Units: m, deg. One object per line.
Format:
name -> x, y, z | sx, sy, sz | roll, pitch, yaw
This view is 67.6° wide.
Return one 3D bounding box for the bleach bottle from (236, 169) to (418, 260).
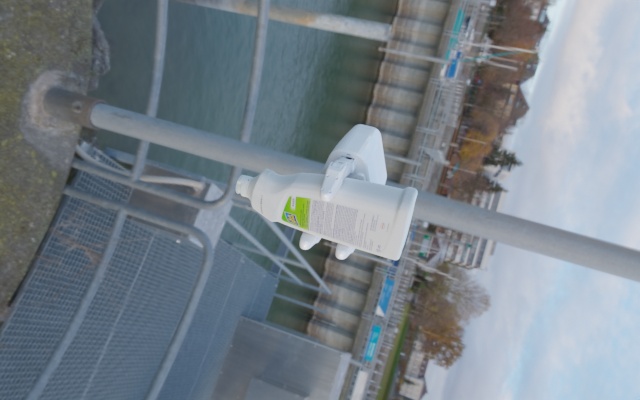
bleach bottle -> 0.000, 0.002, 0.668 | 0.251, 0.103, 0.068 | 16, 35, 13
